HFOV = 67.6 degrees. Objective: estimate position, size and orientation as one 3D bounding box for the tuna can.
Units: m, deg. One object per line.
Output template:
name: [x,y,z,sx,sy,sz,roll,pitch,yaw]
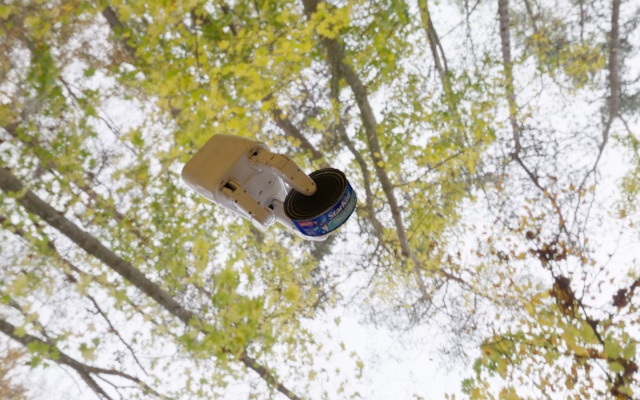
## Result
tuna can: [0.000,0.002,0.575,0.086,0.086,0.034,0,-42,39]
